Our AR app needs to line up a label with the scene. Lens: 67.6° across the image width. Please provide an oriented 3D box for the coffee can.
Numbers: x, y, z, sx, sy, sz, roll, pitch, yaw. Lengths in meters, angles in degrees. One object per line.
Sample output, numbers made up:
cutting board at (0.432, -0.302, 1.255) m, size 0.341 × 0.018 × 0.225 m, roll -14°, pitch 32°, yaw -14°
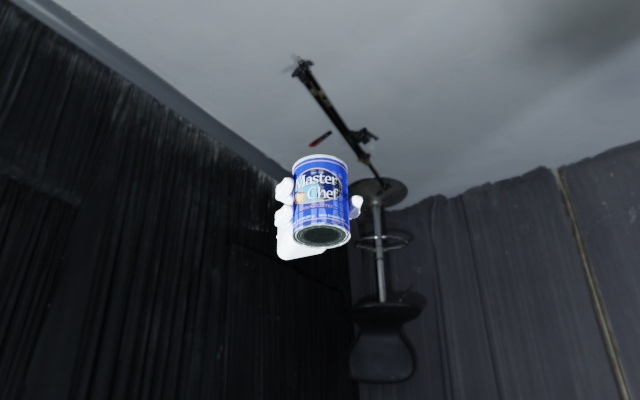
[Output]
coffee can at (0.000, 0.003, 0.860) m, size 0.103 × 0.140 × 0.103 m, roll -1°, pitch -29°, yaw 0°
